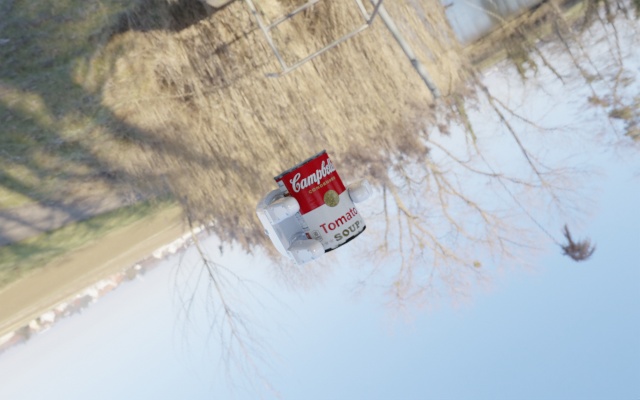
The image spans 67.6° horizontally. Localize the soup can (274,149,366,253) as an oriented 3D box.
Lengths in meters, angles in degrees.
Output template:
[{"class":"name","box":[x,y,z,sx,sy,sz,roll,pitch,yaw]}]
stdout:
[{"class":"soup can","box":[0.000,0.002,0.547,0.068,0.102,0.068,-29,5,3]}]
